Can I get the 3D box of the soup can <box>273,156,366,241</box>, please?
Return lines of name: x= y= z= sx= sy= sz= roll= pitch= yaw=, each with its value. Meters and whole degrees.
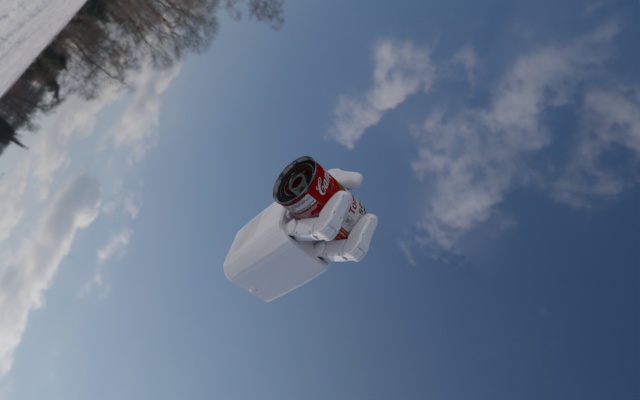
soup can: x=0.001 y=0.002 z=0.591 sx=0.068 sy=0.068 sz=0.102 roll=0 pitch=-32 yaw=48
